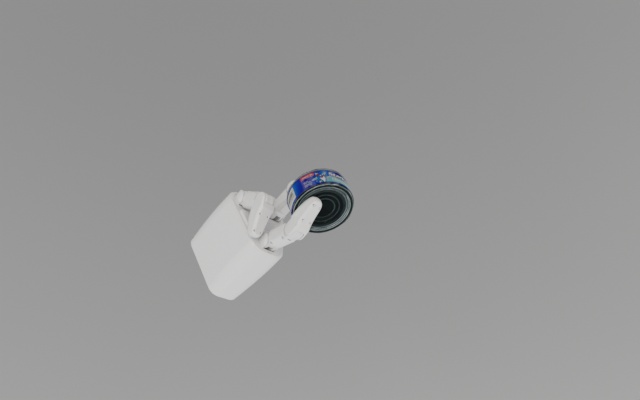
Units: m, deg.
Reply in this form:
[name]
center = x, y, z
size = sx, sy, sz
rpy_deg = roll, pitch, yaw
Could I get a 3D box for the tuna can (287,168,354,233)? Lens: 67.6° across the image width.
[tuna can]
center = 0.000, 0.002, 0.632
size = 0.086, 0.086, 0.033
rpy_deg = 0, 38, -19
